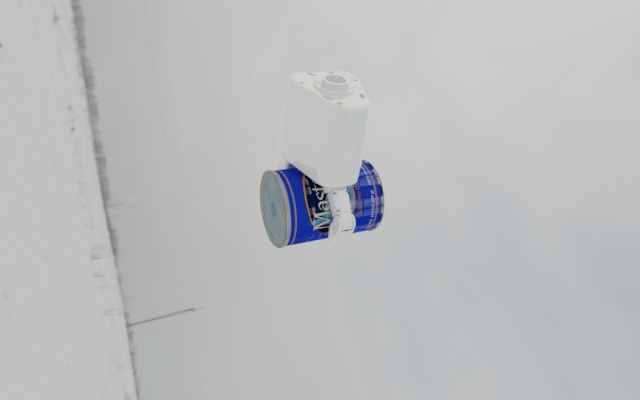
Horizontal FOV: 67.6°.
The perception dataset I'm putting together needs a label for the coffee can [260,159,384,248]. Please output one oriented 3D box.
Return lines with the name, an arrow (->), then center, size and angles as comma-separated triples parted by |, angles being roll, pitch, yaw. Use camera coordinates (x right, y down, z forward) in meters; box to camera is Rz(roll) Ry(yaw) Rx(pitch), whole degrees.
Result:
coffee can -> 0.000, 0.002, 0.647 | 0.140, 0.103, 0.103 | -9, 3, -23
